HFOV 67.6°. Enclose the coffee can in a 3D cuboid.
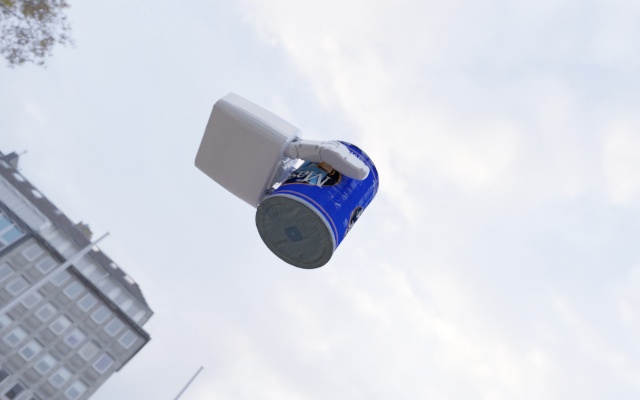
[{"bbox_3d":[0.000,0.002,0.591,0.103,0.103,0.140,0,32,33],"label":"coffee can"}]
